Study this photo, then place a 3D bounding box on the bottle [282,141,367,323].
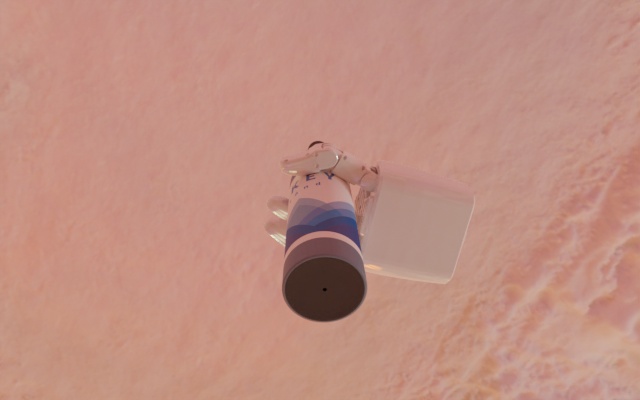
[{"bbox_3d":[0.000,0.002,0.498,0.069,0.069,0.295,0,27,-1],"label":"bottle"}]
